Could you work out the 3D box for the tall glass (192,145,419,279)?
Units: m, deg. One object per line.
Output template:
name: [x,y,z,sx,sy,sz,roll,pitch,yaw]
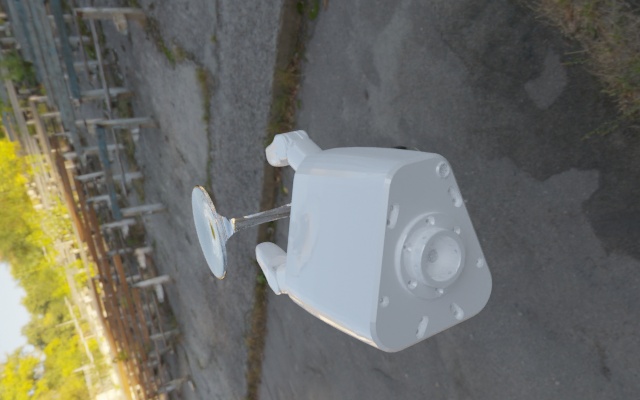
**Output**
tall glass: [-0.001,0.001,0.408,0.201,0.079,0.079,-15,7,-26]
